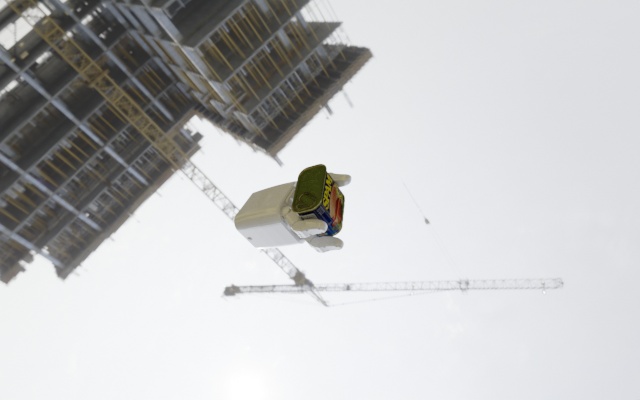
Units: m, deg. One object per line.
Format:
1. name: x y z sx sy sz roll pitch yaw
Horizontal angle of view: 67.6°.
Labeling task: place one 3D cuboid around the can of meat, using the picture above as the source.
1. can of meat: 0.000 0.003 0.827 0.057 0.102 0.084 -14 -44 26
